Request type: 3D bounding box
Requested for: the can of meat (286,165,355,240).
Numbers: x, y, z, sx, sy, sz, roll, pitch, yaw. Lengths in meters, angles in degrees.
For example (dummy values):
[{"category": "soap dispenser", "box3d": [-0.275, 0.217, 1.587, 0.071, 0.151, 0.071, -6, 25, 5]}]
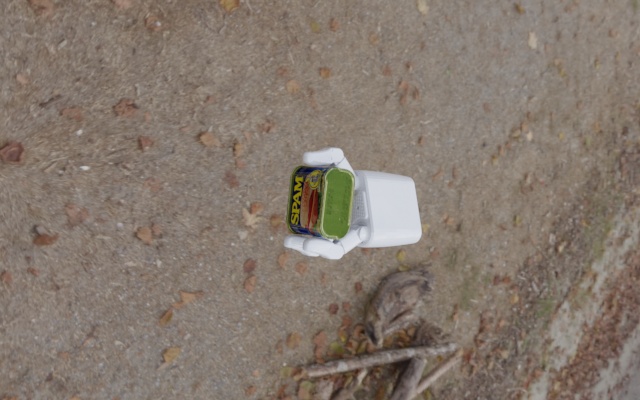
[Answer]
[{"category": "can of meat", "box3d": [0.000, 0.002, 0.668, 0.057, 0.102, 0.084, 6, 0, -36]}]
